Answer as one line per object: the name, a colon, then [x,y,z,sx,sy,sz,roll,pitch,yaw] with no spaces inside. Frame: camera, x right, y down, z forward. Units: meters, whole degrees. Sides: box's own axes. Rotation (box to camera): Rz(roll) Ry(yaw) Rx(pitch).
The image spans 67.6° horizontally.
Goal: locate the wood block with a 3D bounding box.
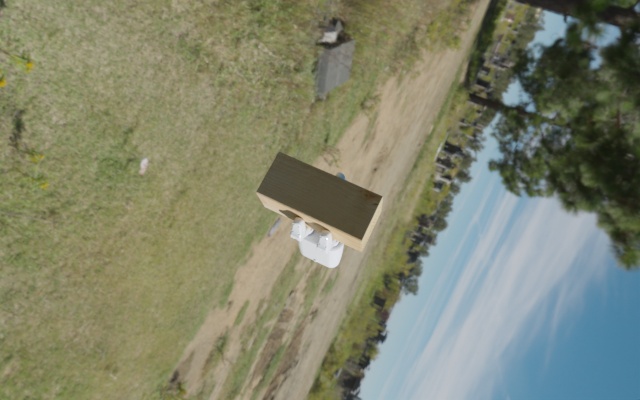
wood block: [0.000,0.003,0.870,0.206,0.090,0.090,24,-15,13]
